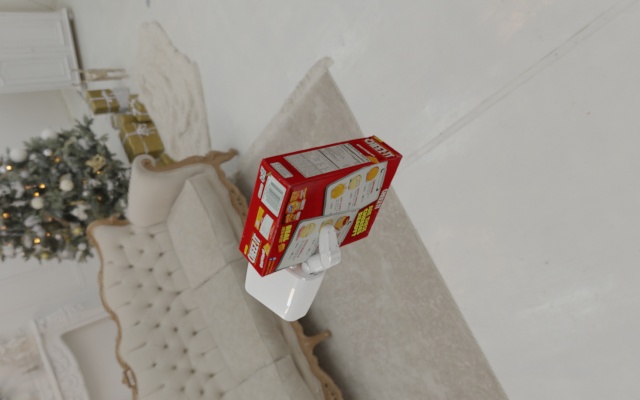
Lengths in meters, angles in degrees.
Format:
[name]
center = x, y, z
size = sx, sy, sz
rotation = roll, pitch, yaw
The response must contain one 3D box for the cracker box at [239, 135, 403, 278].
[cracker box]
center = 0.000, 0.002, 0.684
size = 0.213, 0.164, 0.072
rotation = -17, 50, -40
